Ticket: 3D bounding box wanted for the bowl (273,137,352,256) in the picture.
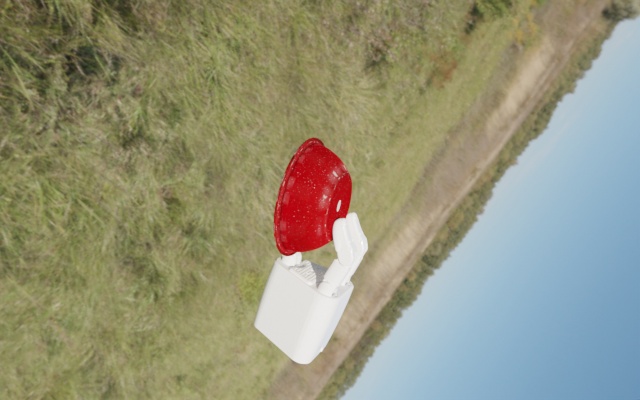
[{"bbox_3d":[0.001,0.001,0.623,0.055,0.162,0.162,14,5,19],"label":"bowl"}]
